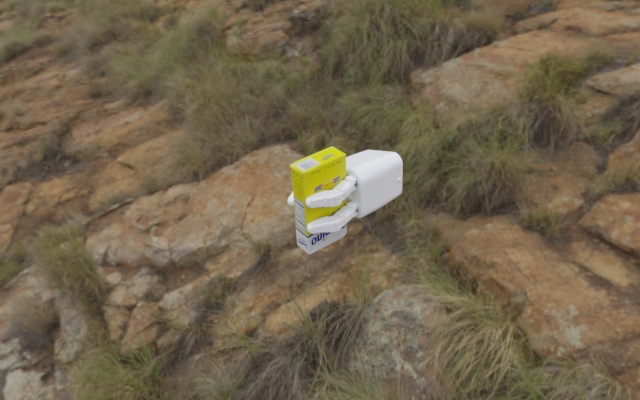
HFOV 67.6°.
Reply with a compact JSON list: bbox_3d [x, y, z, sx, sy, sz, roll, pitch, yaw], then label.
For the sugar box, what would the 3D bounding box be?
[{"bbox_3d":[0.001,0.003,0.842,0.093,0.176,0.048,-26,39,-28],"label":"sugar box"}]
